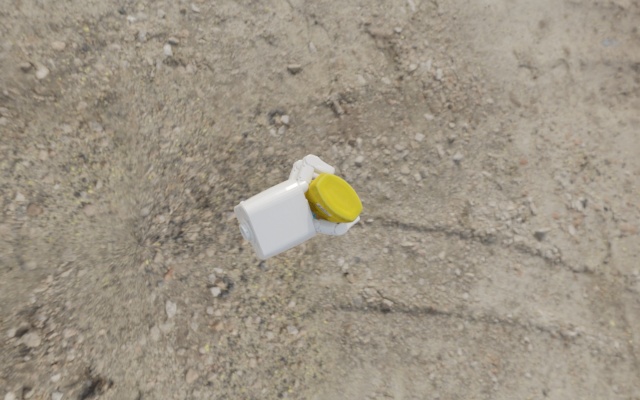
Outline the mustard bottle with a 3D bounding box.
[{"bbox_3d":[0.000,0.003,0.888,0.096,0.058,0.191,42,-18,-12],"label":"mustard bottle"}]
